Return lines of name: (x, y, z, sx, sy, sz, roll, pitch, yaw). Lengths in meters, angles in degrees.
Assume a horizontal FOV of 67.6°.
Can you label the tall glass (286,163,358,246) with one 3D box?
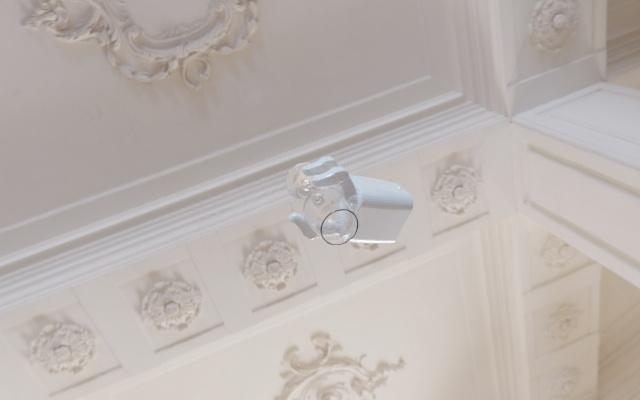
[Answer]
tall glass: (0.000, 0.002, 0.814, 0.079, 0.079, 0.201, 0, 23, -19)
